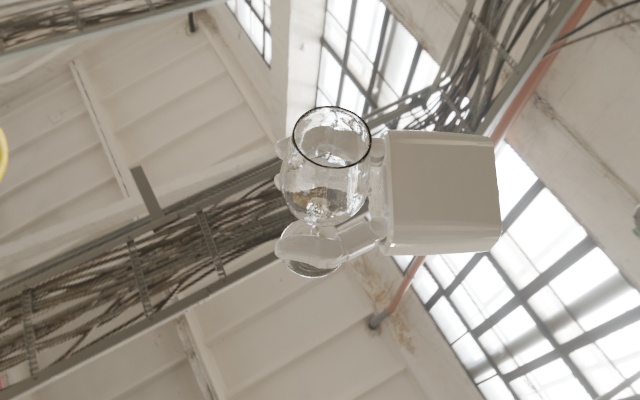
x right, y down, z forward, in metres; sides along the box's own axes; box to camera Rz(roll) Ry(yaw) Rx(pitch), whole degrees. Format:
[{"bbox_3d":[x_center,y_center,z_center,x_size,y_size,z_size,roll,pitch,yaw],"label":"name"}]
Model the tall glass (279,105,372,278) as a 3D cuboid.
[{"bbox_3d":[0.000,0.002,0.448,0.079,0.079,0.201,0,-31,-6],"label":"tall glass"}]
